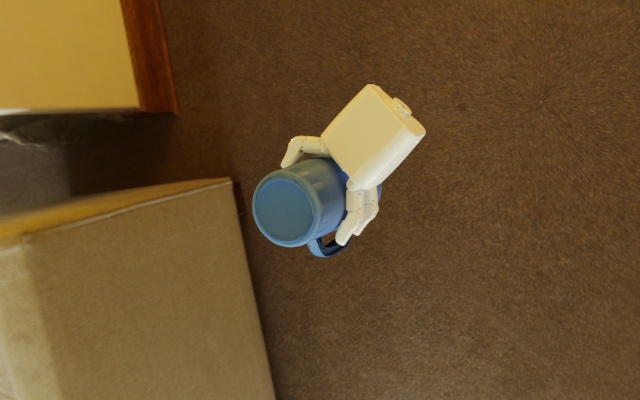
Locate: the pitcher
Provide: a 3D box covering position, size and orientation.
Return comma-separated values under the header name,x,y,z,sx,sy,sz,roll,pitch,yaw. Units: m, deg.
name,x,y,z,sx,sy,sz,roll,pitch,yaw
pitcher,0.000,0.002,0.750,0.145,0.149,0.243,-47,-10,25
